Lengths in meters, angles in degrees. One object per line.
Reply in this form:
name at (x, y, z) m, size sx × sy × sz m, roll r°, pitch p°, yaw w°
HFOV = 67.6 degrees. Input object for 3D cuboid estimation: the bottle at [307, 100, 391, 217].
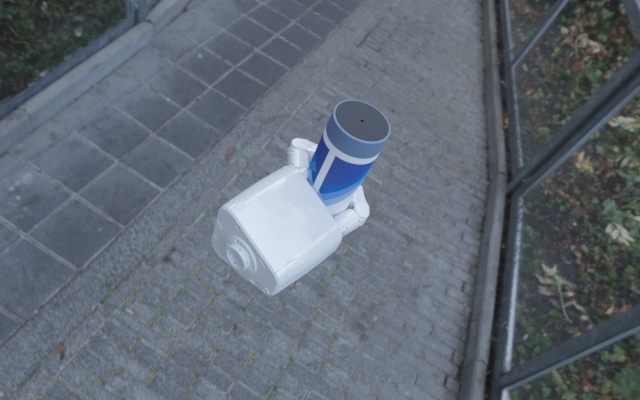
bottle at (0.000, 0.002, 0.620) m, size 0.069 × 0.069 × 0.296 m, roll 0°, pitch -36°, yaw -22°
